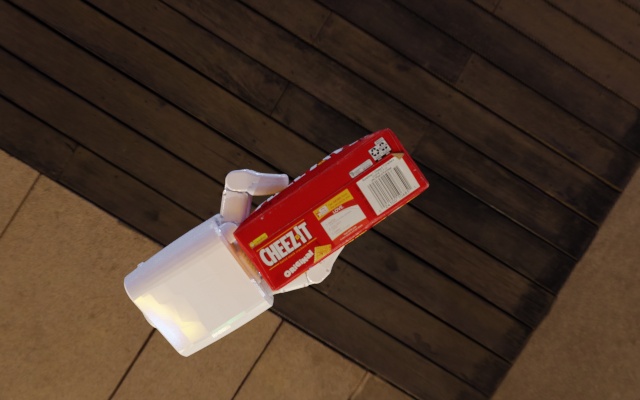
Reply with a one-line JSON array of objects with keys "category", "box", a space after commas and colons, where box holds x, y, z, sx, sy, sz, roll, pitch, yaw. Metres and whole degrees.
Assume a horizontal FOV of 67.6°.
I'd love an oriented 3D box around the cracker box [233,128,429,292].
[{"category": "cracker box", "box": [0.000, 0.002, 0.505, 0.164, 0.072, 0.213, -35, 5, -2]}]
